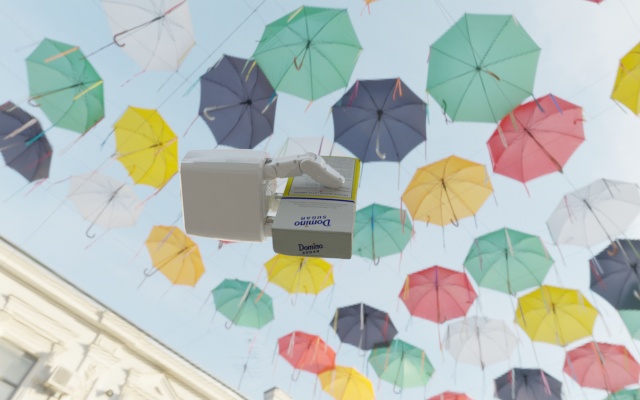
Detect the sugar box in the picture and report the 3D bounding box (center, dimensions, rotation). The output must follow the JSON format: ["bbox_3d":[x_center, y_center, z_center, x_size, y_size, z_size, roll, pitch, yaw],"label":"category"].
[{"bbox_3d":[0.000,0.002,0.606,0.093,0.048,0.176,3,36,7],"label":"sugar box"}]
